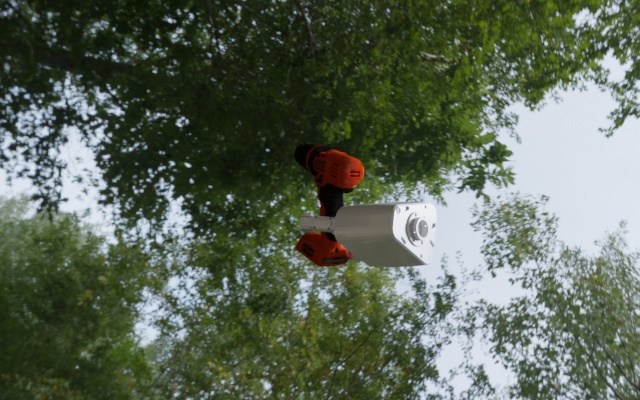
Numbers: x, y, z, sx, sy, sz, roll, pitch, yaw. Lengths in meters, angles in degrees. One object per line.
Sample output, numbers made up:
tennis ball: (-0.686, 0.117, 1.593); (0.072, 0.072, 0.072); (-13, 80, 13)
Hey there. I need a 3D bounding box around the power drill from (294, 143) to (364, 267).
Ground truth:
power drill: (0.000, 0.003, 0.796); (0.057, 0.188, 0.184); (-3, 16, -27)
